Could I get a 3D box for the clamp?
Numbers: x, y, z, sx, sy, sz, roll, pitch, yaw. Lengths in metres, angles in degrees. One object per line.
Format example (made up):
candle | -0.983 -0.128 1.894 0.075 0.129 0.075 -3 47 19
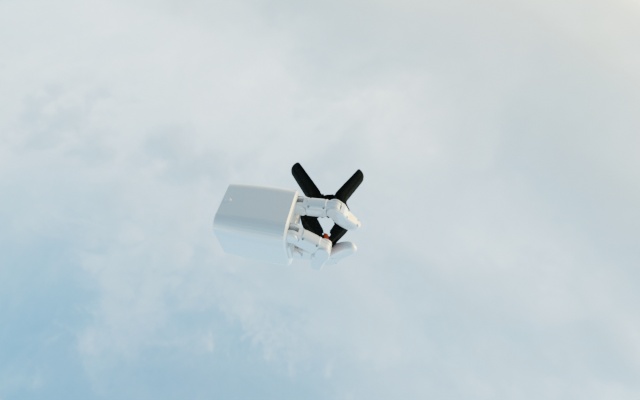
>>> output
clamp | 0.000 0.003 0.751 0.120 0.171 0.039 9 -44 6
